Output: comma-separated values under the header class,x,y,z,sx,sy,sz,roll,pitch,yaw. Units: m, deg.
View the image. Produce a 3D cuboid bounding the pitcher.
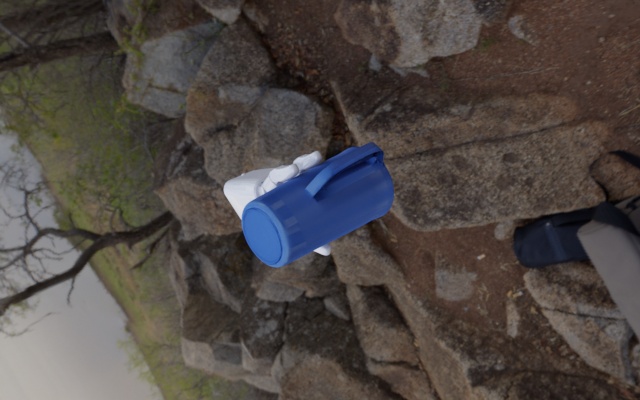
class,x,y,z,sx,sy,sz,roll,pitch,yaw
pitcher,0.000,0.003,0.766,0.242,0.149,0.145,-27,22,-39
